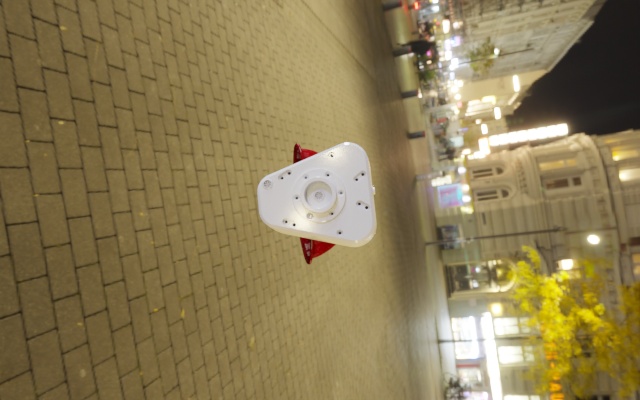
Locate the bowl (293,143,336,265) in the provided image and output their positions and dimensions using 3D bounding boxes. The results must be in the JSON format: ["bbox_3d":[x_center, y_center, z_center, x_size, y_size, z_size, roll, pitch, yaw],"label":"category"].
[{"bbox_3d":[0.000,0.002,0.639,0.055,0.162,0.162,-6,1,-9],"label":"bowl"}]
